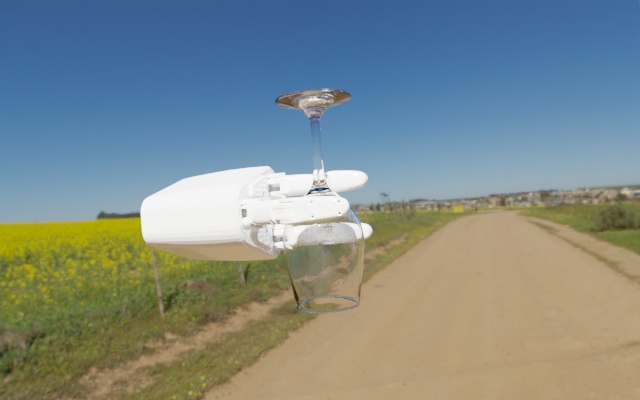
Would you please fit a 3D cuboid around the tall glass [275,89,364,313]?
[{"bbox_3d":[0.000,0.001,0.458,0.079,0.201,0.079,-5,-1,0],"label":"tall glass"}]
